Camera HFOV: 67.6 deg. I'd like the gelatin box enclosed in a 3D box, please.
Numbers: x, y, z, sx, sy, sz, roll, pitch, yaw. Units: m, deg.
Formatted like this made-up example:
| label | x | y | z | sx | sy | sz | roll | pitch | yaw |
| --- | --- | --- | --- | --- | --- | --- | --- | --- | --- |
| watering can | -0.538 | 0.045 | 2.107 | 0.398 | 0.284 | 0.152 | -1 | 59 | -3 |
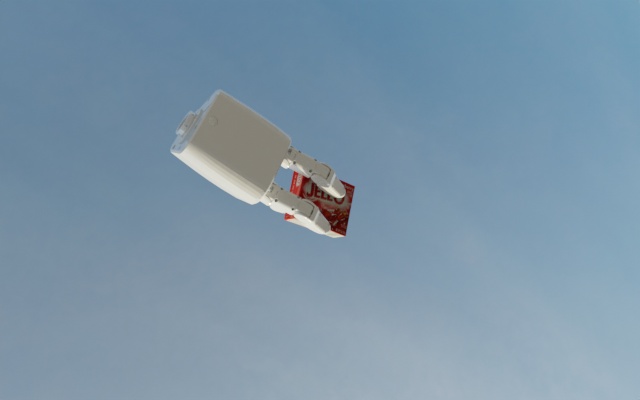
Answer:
| label | x | y | z | sx | sy | sz | roll | pitch | yaw |
| --- | --- | --- | --- | --- | --- | --- | --- | --- | --- |
| gelatin box | 0.000 | 0.002 | 0.634 | 0.089 | 0.073 | 0.030 | 23 | -19 | -34 |
